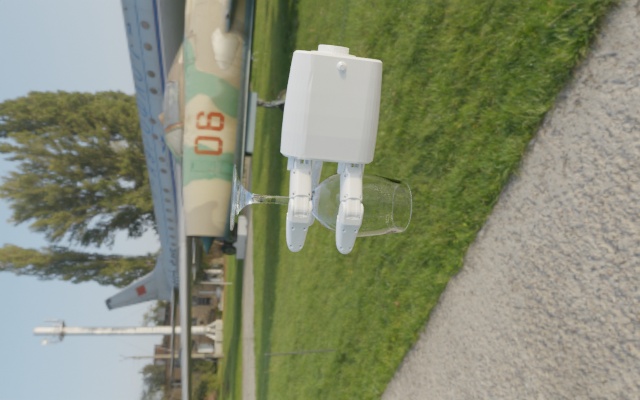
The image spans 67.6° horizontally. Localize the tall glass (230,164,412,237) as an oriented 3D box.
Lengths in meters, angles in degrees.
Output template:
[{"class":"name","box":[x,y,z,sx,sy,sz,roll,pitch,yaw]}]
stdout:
[{"class":"tall glass","box":[-0.001,0.002,0.549,0.201,0.079,0.079,4,-1,-12]}]
